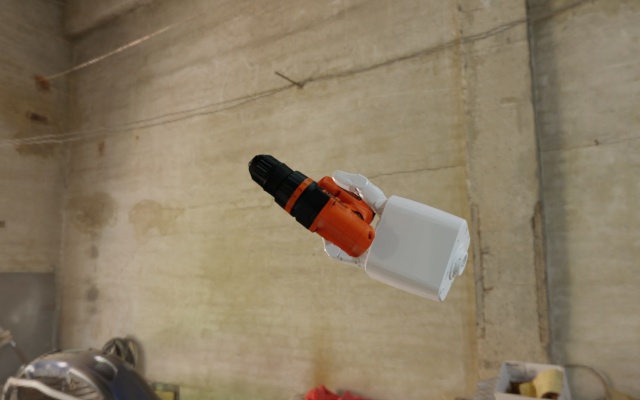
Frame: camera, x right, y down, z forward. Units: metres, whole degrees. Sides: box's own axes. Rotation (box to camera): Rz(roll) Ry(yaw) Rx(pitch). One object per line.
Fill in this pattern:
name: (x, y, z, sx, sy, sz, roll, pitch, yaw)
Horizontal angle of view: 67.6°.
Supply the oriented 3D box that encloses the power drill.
power drill: (0.000, 0.002, 0.660, 0.184, 0.057, 0.187, 38, 10, 9)
